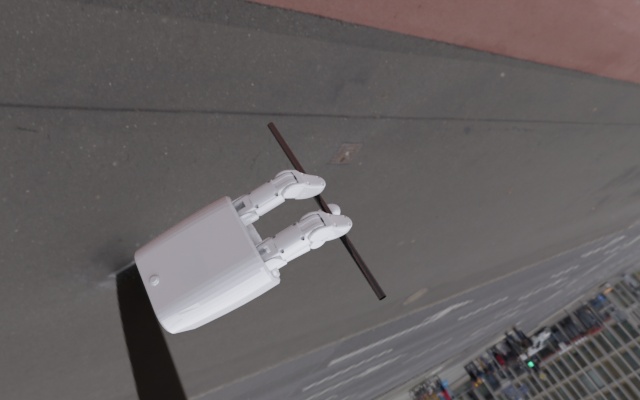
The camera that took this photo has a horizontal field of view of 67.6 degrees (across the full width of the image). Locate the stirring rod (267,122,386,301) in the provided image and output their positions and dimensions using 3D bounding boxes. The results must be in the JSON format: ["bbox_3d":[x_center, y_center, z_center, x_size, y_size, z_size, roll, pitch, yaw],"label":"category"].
[{"bbox_3d":[0.000,0.002,0.502,0.011,0.239,0.011,-25,-28,-15],"label":"stirring rod"}]
